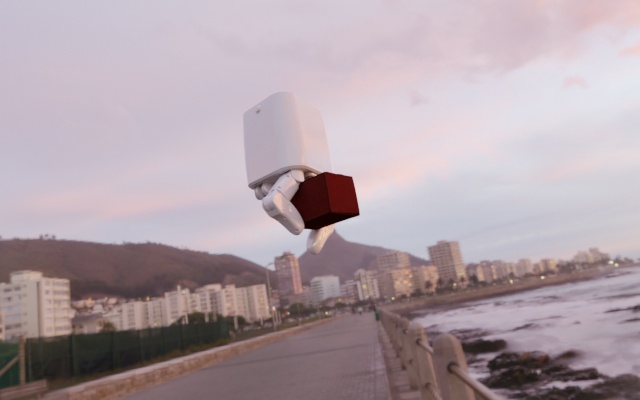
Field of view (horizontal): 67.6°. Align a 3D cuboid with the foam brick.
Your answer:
[{"bbox_3d":[0.000,0.002,0.589,0.053,0.051,0.078,8,-21,-45],"label":"foam brick"}]
